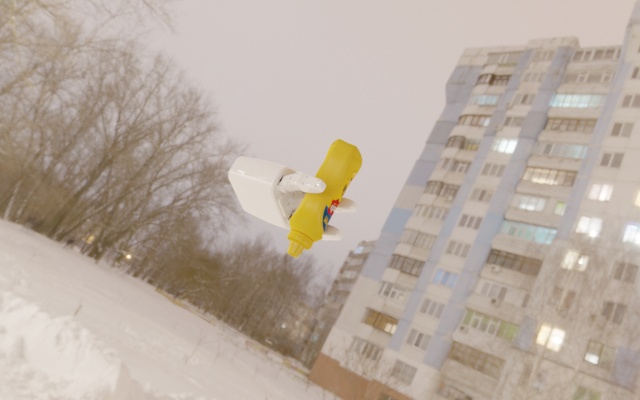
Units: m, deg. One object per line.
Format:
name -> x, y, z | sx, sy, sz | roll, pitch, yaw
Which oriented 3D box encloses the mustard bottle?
mustard bottle -> 0.001, 0.002, 0.752 | 0.058, 0.191, 0.096 | 26, -17, 9
